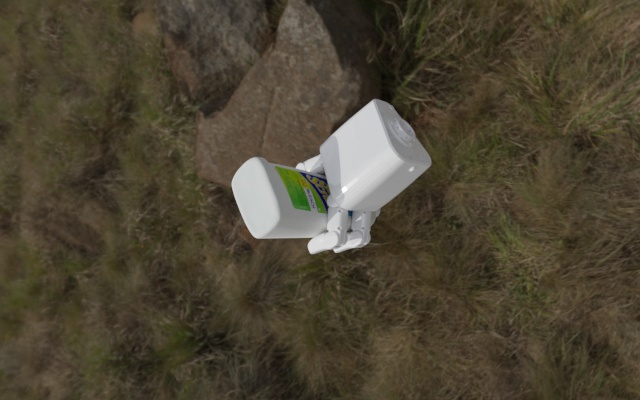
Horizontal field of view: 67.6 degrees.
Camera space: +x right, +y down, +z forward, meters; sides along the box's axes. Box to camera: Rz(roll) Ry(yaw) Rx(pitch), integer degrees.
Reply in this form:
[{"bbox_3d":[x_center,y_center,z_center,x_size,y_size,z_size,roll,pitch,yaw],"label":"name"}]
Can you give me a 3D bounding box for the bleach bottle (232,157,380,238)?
[{"bbox_3d":[0.000,0.002,0.680,0.251,0.102,0.068,3,-35,-49],"label":"bleach bottle"}]
